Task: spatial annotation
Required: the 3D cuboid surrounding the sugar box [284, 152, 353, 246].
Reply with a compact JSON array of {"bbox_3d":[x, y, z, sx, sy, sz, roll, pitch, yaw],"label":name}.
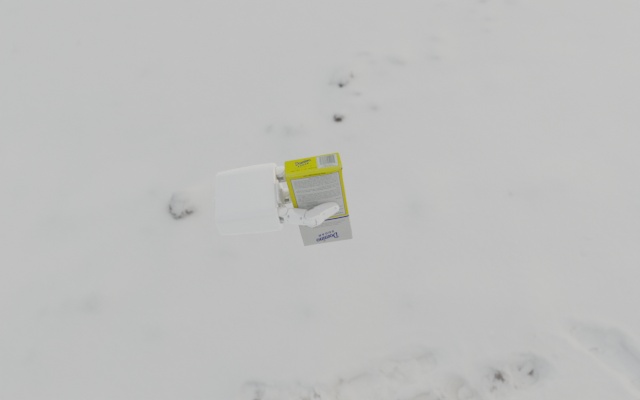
[{"bbox_3d":[0.000,0.002,0.823,0.093,0.048,0.176,-9,-43,3],"label":"sugar box"}]
